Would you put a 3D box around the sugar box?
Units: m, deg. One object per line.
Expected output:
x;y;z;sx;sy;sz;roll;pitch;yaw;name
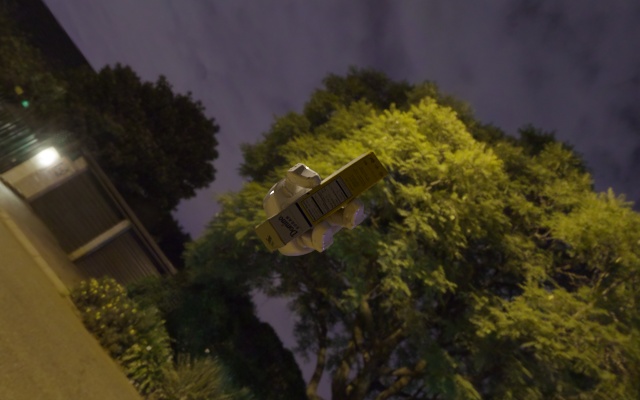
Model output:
0.000;0.003;0.648;0.176;0.048;0.093;-37;2;-21;sugar box
